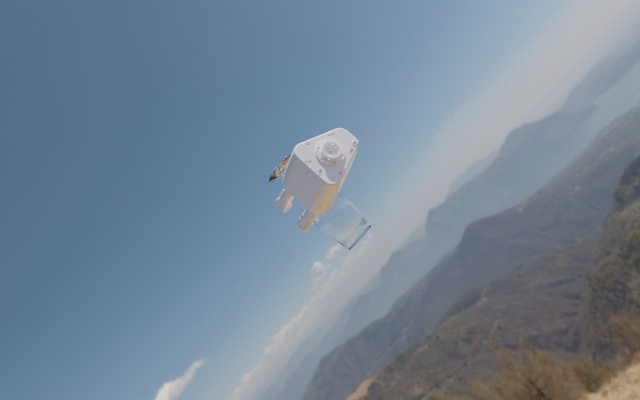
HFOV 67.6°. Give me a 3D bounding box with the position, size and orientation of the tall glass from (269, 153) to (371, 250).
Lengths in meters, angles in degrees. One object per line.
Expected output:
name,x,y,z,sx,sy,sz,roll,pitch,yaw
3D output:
tall glass,0.000,0.002,0.892,0.201,0.079,0.079,42,8,9
